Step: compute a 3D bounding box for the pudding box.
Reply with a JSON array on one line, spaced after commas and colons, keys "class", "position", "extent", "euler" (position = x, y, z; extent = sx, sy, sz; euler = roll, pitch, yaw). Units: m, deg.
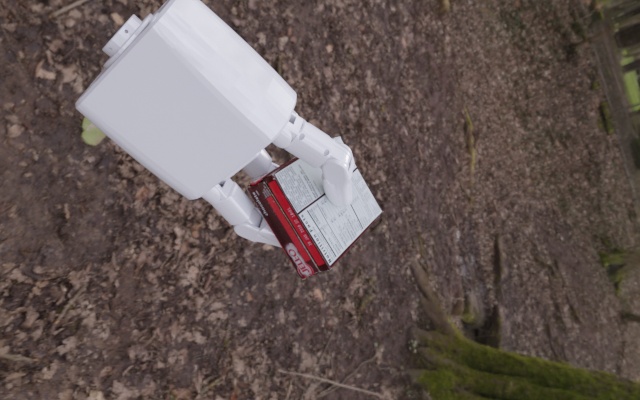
[{"class": "pudding box", "position": [0.000, 0.001, 0.417], "extent": [0.039, 0.090, 0.113], "euler": [-24, 9, 40]}]
